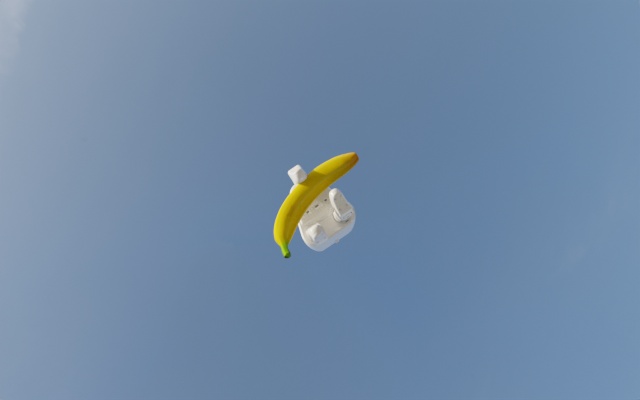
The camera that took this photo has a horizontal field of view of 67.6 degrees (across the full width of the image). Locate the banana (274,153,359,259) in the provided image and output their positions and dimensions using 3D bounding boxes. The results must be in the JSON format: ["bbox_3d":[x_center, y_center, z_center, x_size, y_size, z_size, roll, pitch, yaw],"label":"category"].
[{"bbox_3d":[-0.016,-0.002,0.742,0.069,0.197,0.037,27,-15,29],"label":"banana"}]
